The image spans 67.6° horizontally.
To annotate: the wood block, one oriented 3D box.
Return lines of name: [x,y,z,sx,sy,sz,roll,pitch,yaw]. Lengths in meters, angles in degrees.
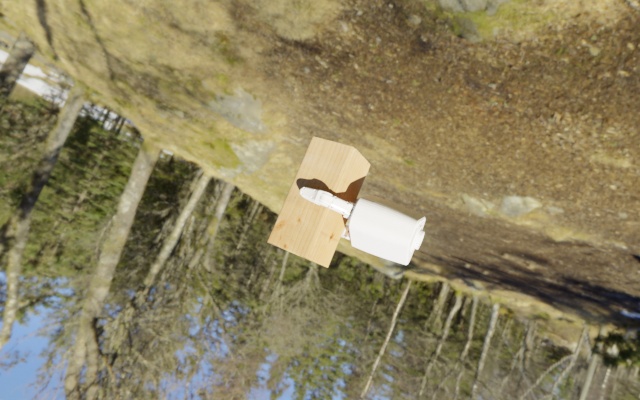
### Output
wood block: [0.000,0.003,0.857,0.090,0.206,0.091,19,-8,29]
